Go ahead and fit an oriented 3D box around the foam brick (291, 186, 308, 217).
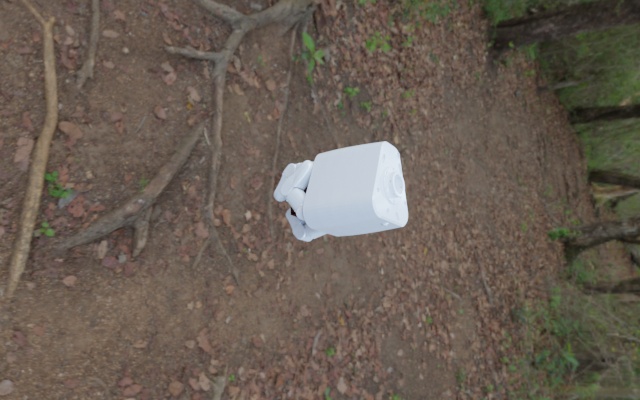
[{"bbox_3d":[0.000,0.002,0.700,0.051,0.053,0.078,-9,-18,35],"label":"foam brick"}]
